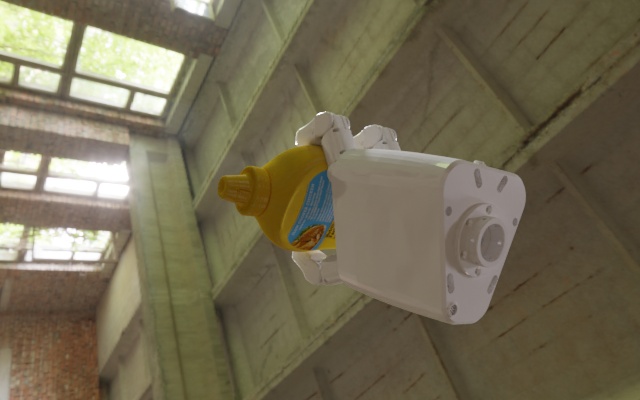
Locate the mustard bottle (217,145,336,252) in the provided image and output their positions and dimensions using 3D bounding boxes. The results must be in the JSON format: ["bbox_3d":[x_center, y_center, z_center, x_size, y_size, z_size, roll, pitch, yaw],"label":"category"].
[{"bbox_3d":[0.000,0.001,0.429,0.191,0.096,0.058,8,25,-36],"label":"mustard bottle"}]
